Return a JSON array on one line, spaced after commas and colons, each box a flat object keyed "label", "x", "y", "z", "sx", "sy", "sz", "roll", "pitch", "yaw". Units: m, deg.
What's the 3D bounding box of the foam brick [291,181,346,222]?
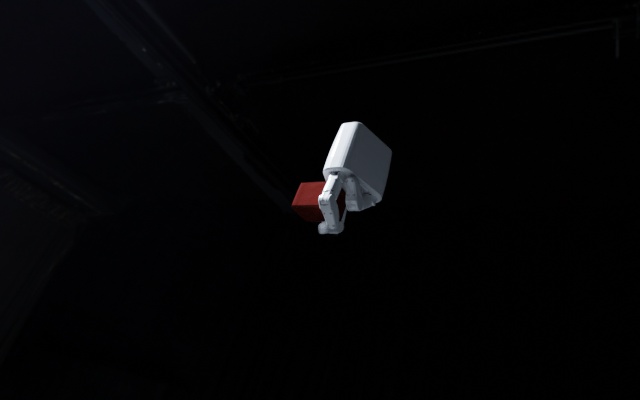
[{"label": "foam brick", "x": 0.000, "y": 0.003, "z": 0.837, "sx": 0.078, "sy": 0.051, "sz": 0.053, "roll": -1, "pitch": -33, "yaw": 33}]
